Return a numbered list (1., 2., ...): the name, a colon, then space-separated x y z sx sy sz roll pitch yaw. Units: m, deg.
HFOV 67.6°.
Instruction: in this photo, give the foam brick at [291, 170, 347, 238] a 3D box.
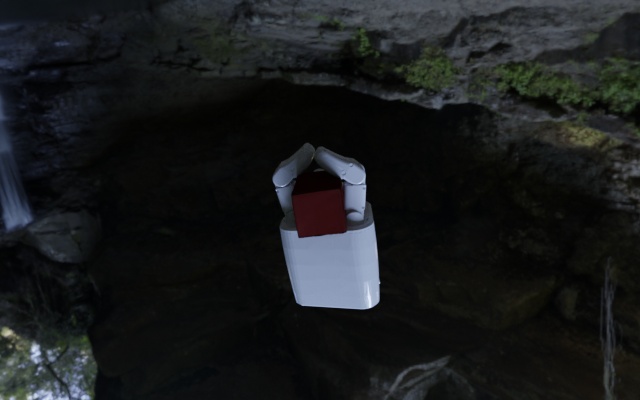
1. foam brick: 0.000 0.002 0.522 0.053 0.051 0.078 -6 18 5
